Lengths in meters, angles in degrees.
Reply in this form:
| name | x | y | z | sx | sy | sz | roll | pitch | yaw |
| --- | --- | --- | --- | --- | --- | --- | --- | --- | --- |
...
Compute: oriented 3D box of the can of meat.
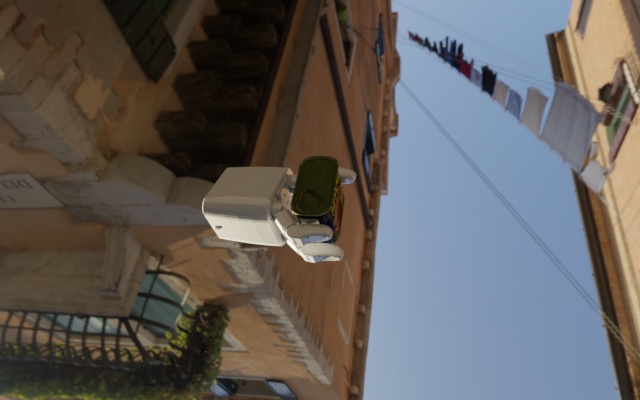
| name | x | y | z | sx | sy | sz | roll | pitch | yaw |
| --- | --- | --- | --- | --- | --- | --- | --- | --- | --- |
| can of meat | 0.000 | 0.002 | 0.682 | 0.057 | 0.102 | 0.084 | 1 | -36 | 14 |
